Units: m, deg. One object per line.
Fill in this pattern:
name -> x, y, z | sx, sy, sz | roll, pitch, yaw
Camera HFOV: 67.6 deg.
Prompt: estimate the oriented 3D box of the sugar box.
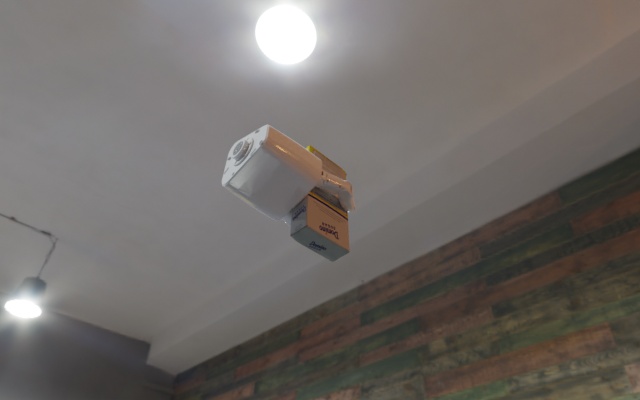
sugar box -> 0.000, 0.003, 0.770 | 0.093, 0.176, 0.048 | 34, -49, -30
